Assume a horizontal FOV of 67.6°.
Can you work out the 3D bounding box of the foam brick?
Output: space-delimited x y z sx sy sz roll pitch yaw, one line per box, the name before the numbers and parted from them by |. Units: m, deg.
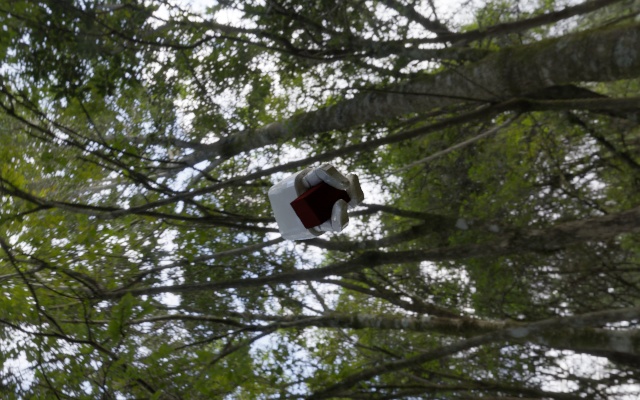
foam brick | 0.000 0.003 0.780 0.078 0.053 0.051 -37 10 -34
